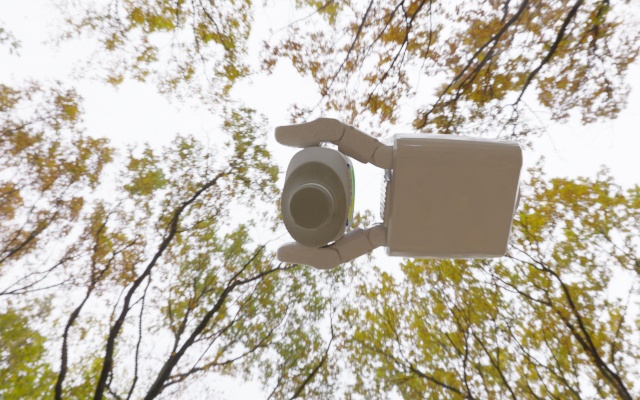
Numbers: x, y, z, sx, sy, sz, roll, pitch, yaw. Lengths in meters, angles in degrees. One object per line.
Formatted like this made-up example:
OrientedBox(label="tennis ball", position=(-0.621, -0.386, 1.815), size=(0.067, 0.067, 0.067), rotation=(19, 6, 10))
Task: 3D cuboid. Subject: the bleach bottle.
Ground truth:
OrientedBox(label="bleach bottle", position=(0.000, 0.001, 0.446), size=(0.068, 0.102, 0.251), rotation=(3, 6, 3))
